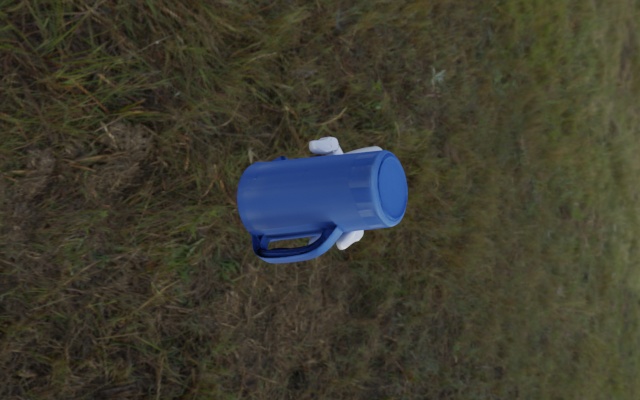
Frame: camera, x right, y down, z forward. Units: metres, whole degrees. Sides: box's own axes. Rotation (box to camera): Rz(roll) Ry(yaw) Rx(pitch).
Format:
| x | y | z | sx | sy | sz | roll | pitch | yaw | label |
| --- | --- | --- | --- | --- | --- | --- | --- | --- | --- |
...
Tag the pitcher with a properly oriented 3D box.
| x | y | z | sx | sy | sz | roll | pitch | yaw | label |
| --- | --- | --- | --- | --- | --- | --- | --- | --- | --- |
| 0.000 | 0.002 | 0.723 | 0.243 | 0.149 | 0.145 | -6 | 13 | 35 | pitcher |
